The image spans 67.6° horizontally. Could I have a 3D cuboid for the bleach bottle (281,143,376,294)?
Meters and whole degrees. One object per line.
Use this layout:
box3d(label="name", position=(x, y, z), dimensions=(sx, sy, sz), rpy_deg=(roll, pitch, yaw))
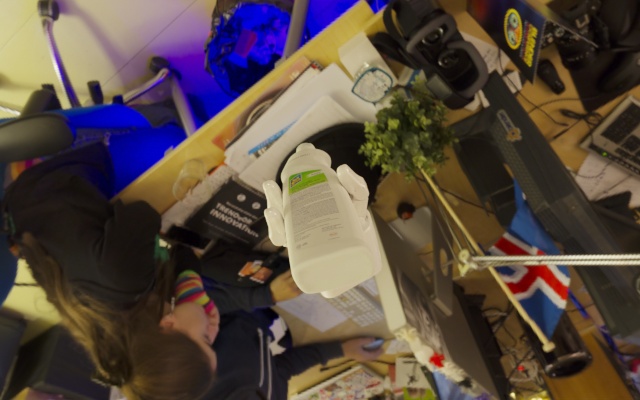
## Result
box3d(label="bleach bottle", position=(0.000, 0.002, 0.647), dimensions=(0.102, 0.068, 0.250), rpy_deg=(-17, 42, 6))
